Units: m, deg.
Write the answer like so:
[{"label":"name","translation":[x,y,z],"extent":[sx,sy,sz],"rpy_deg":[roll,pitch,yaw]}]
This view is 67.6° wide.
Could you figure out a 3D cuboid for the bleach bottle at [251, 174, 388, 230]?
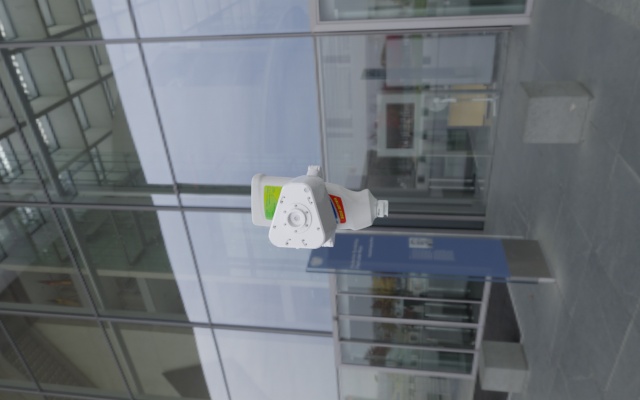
[{"label":"bleach bottle","translation":[0.000,0.003,0.892],"extent":[0.251,0.102,0.068],"rpy_deg":[2,7,10]}]
